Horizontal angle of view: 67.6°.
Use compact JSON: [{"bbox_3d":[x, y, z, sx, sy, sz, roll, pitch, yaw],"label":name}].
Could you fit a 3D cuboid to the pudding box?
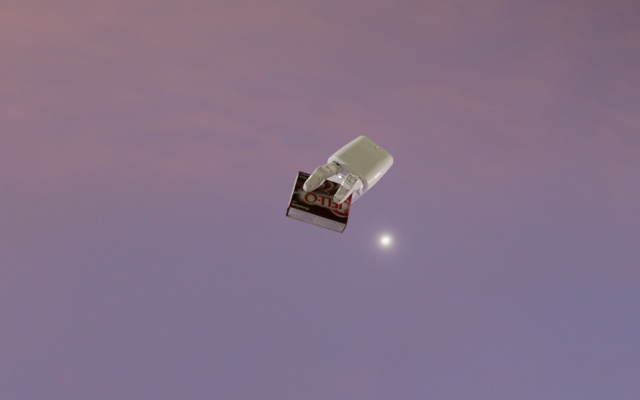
[{"bbox_3d":[0.000,0.003,0.889,0.113,0.090,0.039,16,-41,-3],"label":"pudding box"}]
